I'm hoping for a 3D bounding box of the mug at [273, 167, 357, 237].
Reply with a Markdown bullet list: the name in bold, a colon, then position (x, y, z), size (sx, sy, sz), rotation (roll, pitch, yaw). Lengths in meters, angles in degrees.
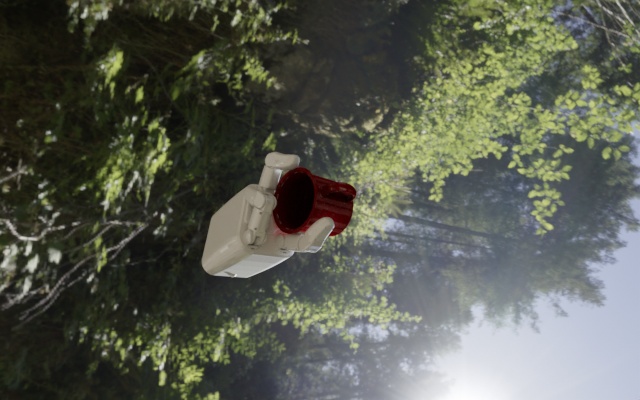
- **mug**: position (0.001, 0.002, 0.668), size (0.081, 0.093, 0.117), rotation (14, -32, -42)
